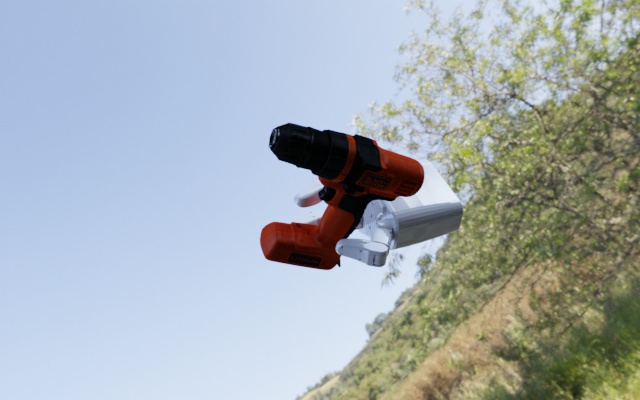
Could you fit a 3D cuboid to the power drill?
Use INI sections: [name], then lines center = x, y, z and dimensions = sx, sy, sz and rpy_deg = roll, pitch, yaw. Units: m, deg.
[power drill]
center = 0.000, 0.002, 0.547
dimensions = 0.184, 0.057, 0.188
rpy_deg = 15, -46, -26
